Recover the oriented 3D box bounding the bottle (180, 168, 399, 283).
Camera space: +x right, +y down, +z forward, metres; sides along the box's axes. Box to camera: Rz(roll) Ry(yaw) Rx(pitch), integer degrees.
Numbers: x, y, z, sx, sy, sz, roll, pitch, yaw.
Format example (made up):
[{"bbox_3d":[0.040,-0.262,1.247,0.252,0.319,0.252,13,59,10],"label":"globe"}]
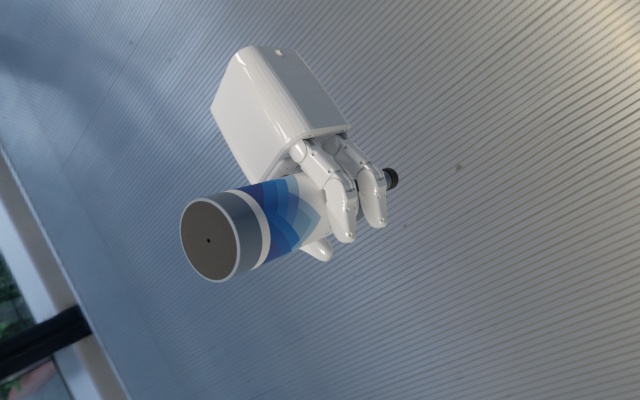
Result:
[{"bbox_3d":[0.000,0.002,0.475,0.069,0.069,0.295,0,11,36],"label":"bottle"}]
